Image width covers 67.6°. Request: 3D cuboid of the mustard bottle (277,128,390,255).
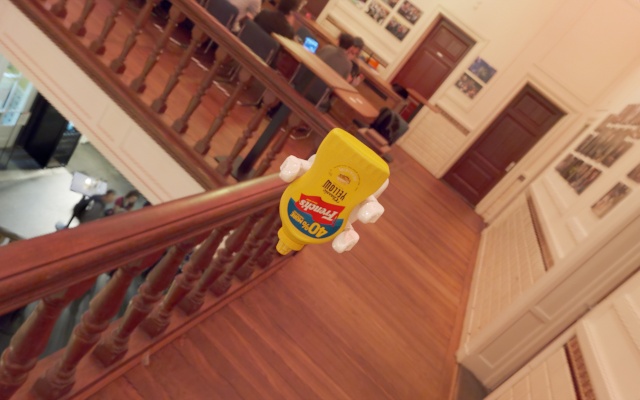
[{"bbox_3d":[0.000,0.002,0.655,0.096,0.192,0.058,35,21,-11],"label":"mustard bottle"}]
